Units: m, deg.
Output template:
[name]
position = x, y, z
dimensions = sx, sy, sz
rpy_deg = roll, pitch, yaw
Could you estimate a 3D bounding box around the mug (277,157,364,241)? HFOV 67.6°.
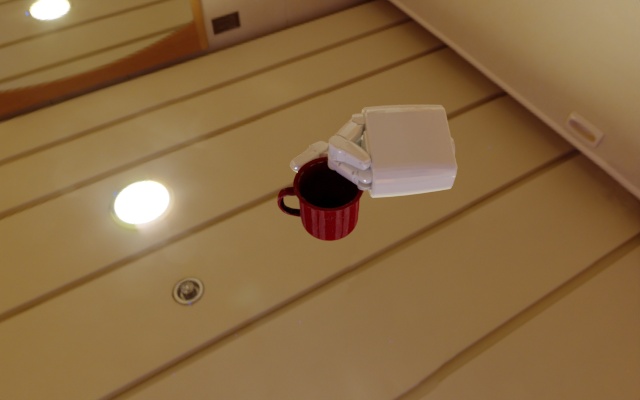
[mug]
position = -0.001, 0.002, 0.649
dimensions = 0.117, 0.093, 0.082
rpy_deg = -3, -38, -1
